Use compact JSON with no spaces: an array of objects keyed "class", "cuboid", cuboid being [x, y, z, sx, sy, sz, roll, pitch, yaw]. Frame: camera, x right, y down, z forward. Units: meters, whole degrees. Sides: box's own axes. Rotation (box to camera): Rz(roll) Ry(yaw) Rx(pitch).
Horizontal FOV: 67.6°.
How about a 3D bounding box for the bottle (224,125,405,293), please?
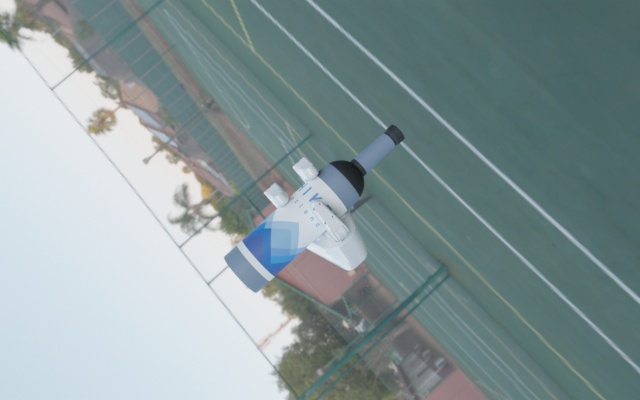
[{"class":"bottle","cuboid":[0.000,0.002,0.657,0.295,0.069,0.069,-42,4,-5]}]
